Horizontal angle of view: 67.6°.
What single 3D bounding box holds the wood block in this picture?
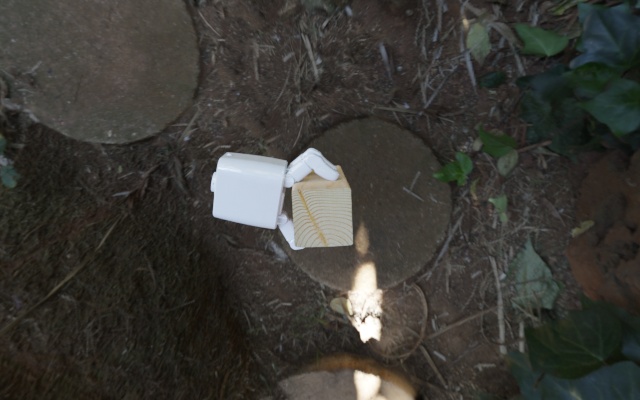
[{"bbox_3d":[0.000,0.003,0.805,0.090,0.091,0.206,-3,14,-1],"label":"wood block"}]
